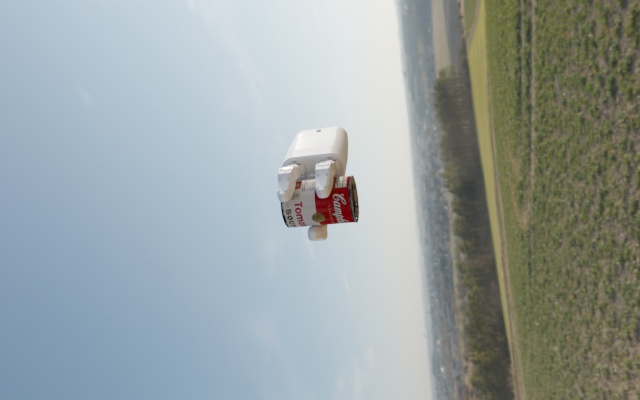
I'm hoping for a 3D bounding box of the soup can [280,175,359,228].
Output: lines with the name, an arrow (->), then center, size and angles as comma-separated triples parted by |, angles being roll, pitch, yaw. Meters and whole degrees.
soup can -> 0.000, 0.003, 0.688 | 0.102, 0.068, 0.068 | -5, -1, 11
